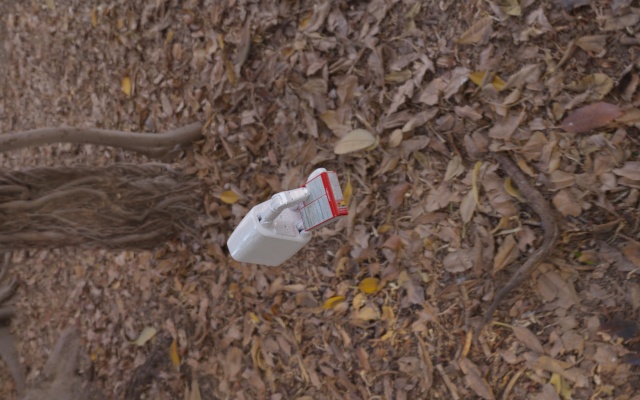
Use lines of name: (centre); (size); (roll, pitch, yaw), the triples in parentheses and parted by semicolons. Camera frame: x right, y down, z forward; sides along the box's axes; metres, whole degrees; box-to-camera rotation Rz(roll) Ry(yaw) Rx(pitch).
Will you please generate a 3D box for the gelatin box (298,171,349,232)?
gelatin box: (0.000, 0.002, 0.763); (0.030, 0.073, 0.089); (-6, -15, -38)
